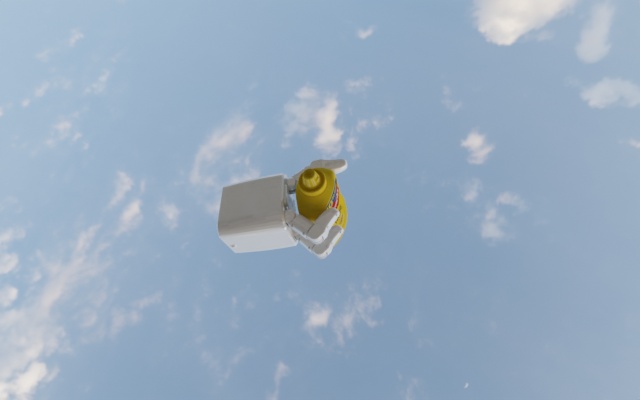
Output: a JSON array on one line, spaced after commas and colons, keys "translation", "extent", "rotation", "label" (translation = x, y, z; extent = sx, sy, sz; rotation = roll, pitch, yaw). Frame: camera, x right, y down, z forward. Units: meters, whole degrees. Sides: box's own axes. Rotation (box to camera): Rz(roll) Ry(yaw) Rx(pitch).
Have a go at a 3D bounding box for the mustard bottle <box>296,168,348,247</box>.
[{"translation": [0.001, 0.003, 0.760], "extent": [0.058, 0.096, 0.192], "rotation": [13, -22, 18], "label": "mustard bottle"}]
